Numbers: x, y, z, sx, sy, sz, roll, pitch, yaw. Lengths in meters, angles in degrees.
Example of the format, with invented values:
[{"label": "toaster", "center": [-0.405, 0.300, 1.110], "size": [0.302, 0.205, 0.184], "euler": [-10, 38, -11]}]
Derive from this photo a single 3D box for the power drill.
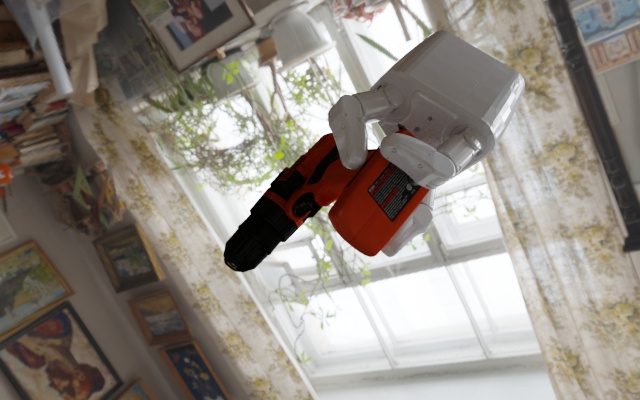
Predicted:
[{"label": "power drill", "center": [0.000, 0.001, 0.439], "size": [0.057, 0.184, 0.187], "euler": [48, -20, -23]}]
